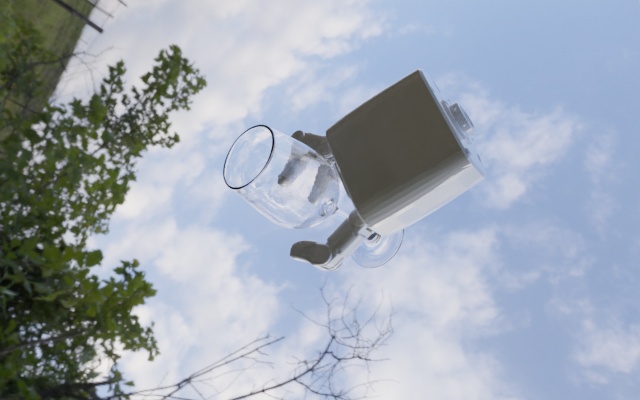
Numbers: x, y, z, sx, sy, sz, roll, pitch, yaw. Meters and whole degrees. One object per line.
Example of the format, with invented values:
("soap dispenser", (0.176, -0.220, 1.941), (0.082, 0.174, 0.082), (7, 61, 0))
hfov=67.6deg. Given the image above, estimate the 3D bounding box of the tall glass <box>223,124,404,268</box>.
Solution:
("tall glass", (0.000, 0.002, 0.471), (0.079, 0.079, 0.201), (0, -23, 43))
